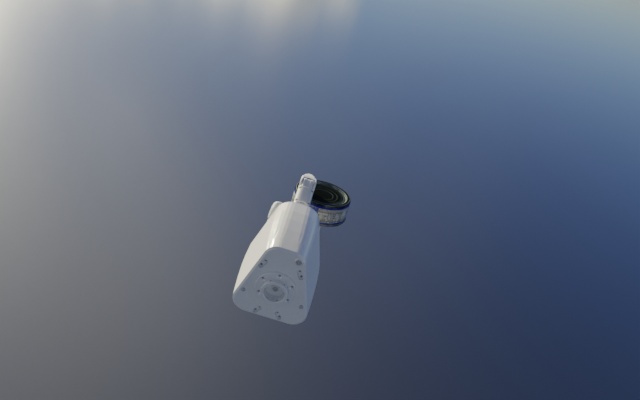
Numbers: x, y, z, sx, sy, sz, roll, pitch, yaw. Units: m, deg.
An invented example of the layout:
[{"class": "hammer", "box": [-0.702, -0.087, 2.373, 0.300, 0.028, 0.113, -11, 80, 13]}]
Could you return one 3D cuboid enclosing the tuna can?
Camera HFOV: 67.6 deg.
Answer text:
[{"class": "tuna can", "box": [0.000, 0.002, 0.703, 0.086, 0.034, 0.086, 13, 25, -6]}]
